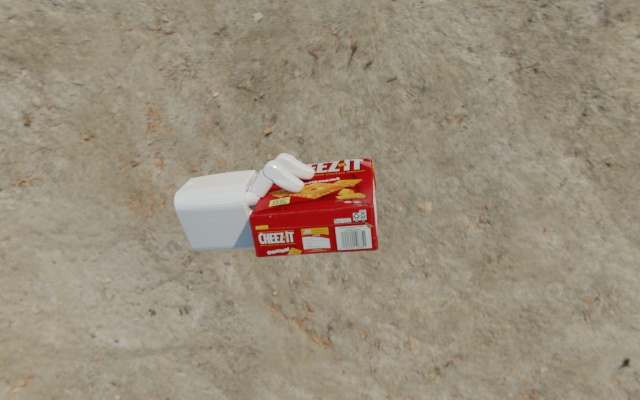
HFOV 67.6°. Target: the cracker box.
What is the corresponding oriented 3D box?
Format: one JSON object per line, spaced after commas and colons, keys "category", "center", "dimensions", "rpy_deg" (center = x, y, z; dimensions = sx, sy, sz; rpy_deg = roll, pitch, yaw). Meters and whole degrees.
{"category": "cracker box", "center": [0.000, 0.003, 0.708], "dimensions": [0.164, 0.072, 0.213], "rpy_deg": [-5, 21, 8]}
